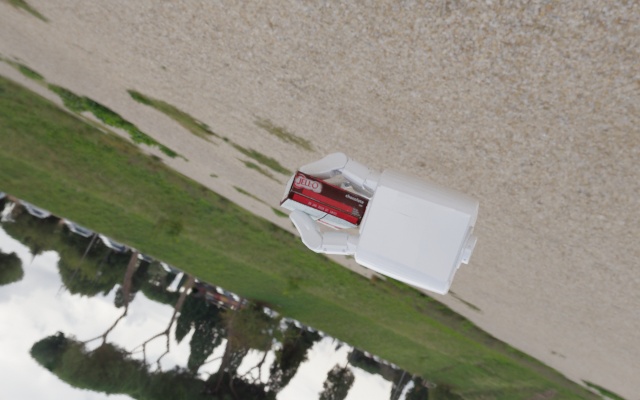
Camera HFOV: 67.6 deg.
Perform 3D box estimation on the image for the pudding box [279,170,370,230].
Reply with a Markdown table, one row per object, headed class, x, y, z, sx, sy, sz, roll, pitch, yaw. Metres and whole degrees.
| class | x | y | z | sx | sy | sz | roll | pitch | yaw |
| --- | --- | --- | --- | --- | --- | --- | --- | --- | --- |
| pudding box | 0.000 | 0.002 | 0.580 | 0.090 | 0.039 | 0.113 | 23 | -10 | -7 |
